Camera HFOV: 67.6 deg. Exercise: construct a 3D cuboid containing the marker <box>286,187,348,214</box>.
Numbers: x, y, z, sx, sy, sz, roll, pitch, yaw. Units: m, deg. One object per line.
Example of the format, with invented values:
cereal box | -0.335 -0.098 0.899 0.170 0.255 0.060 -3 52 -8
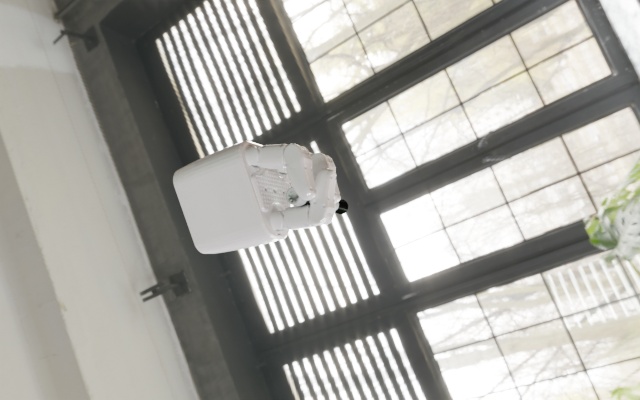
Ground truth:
marker | 0.000 0.002 0.547 0.020 0.020 0.121 0 -6 29
